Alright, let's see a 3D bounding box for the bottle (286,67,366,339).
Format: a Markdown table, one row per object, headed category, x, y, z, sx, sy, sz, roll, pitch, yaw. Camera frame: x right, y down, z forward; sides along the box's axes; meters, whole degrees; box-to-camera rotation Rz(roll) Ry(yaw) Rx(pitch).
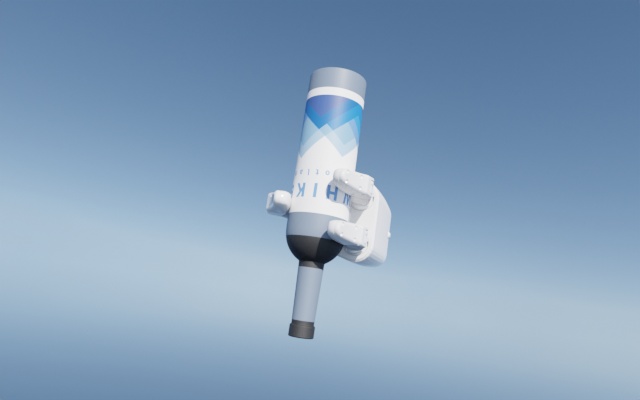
| category | x | y | z | sx | sy | sz | roll | pitch | yaw |
| --- | --- | --- | --- | --- | --- | --- | --- | --- | --- |
| bottle | 0.000 | 0.001 | 0.532 | 0.069 | 0.295 | 0.069 | 8 | -11 | 2 |
